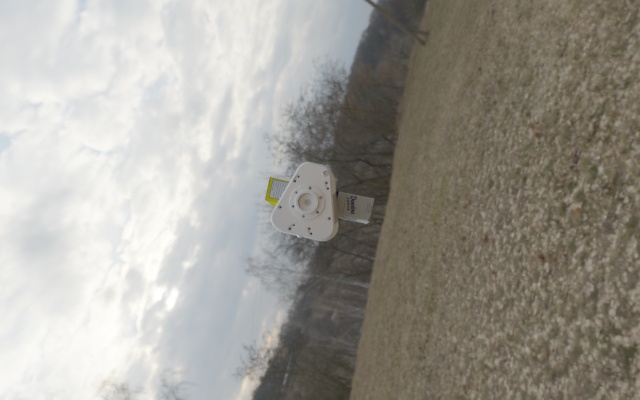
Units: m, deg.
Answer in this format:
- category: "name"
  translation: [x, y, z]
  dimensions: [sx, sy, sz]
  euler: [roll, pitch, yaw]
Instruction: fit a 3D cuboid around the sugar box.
- category: "sugar box"
  translation: [0.000, 0.003, 0.814]
  dimensions: [0.176, 0.048, 0.093]
  euler: [14, -5, 3]
